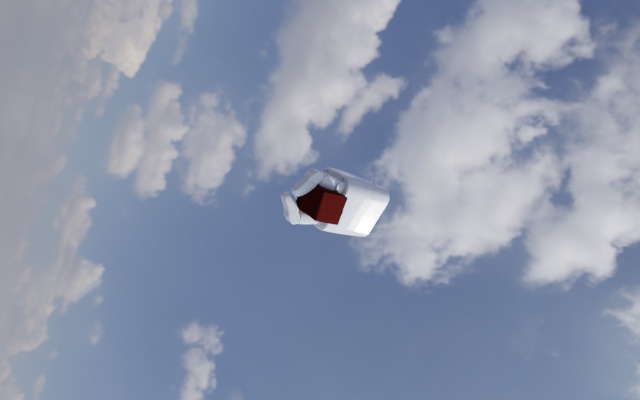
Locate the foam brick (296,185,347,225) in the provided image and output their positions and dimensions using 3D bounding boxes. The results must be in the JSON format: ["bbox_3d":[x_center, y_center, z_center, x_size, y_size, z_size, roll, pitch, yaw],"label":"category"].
[{"bbox_3d":[0.000,0.003,0.824,0.051,0.053,0.078,14,10,-33],"label":"foam brick"}]
